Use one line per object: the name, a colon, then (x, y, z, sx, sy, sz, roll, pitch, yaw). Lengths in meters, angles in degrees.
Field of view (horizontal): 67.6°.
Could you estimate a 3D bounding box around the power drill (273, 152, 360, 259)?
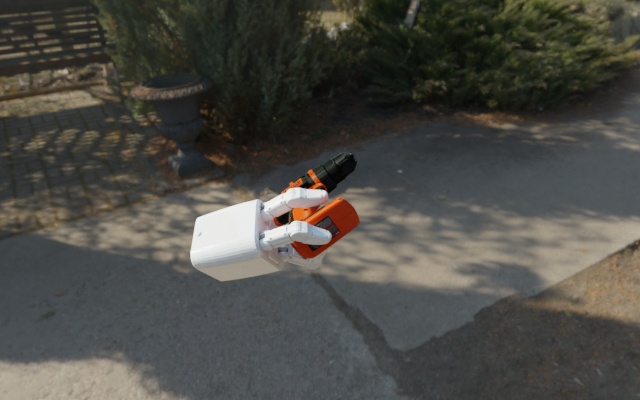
power drill: (0.000, 0.003, 0.768, 0.184, 0.057, 0.187, -38, 23, 3)
